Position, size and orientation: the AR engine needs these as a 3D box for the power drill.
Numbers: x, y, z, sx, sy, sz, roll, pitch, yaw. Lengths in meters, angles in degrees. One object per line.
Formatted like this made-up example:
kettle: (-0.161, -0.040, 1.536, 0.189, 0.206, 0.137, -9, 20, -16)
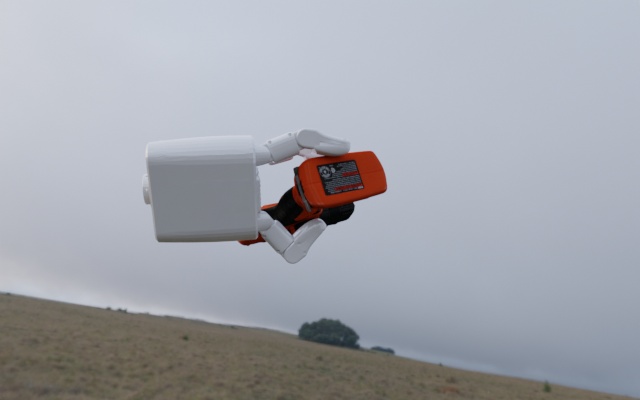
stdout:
power drill: (0.000, 0.002, 0.594, 0.184, 0.057, 0.188, -14, -13, -32)
